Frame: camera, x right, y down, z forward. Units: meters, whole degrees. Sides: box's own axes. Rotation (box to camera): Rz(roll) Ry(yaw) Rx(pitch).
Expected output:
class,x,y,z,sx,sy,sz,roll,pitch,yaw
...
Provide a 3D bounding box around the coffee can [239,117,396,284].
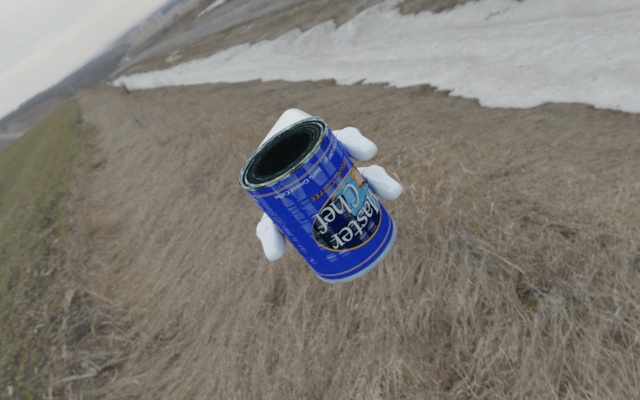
class,x,y,z,sx,sy,sz,roll,pitch,yaw
coffee can,0.000,0.002,0.487,0.103,0.102,0.140,0,-44,48
